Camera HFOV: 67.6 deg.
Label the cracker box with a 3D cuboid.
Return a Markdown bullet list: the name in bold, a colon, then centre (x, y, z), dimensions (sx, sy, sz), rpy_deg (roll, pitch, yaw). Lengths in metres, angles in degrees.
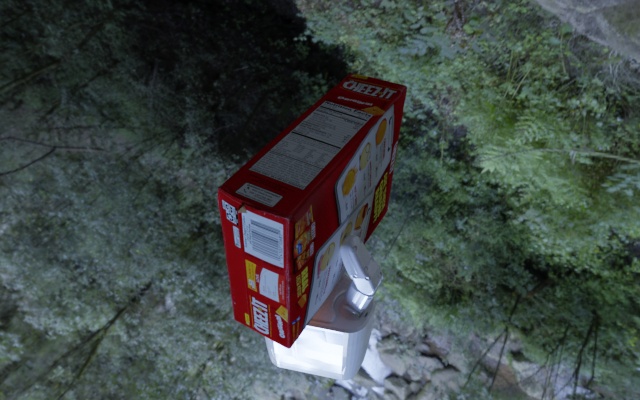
- **cracker box**: centre (0.000, 0.002, 0.445), dimensions (0.072, 0.164, 0.213), rpy_deg (22, 45, 20)
